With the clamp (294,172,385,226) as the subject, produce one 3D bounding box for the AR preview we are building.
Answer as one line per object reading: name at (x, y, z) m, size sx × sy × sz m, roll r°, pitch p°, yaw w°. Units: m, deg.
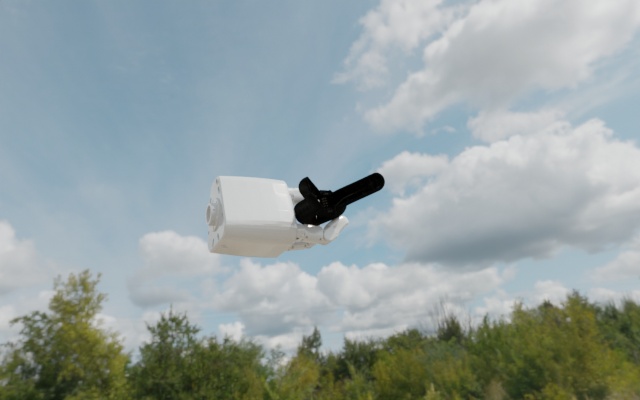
clamp at (0.000, 0.002, 0.680) m, size 0.120 × 0.039 × 0.171 m, roll 5°, pitch -26°, yaw -27°
